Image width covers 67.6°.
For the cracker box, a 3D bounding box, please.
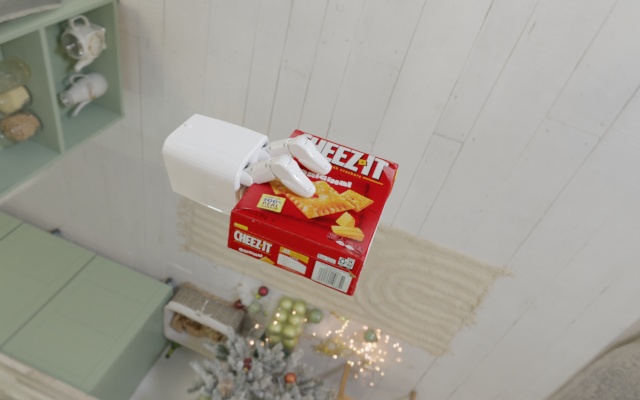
[{"bbox_3d":[0.000,0.002,0.626,0.164,0.072,0.213,20,40,7],"label":"cracker box"}]
